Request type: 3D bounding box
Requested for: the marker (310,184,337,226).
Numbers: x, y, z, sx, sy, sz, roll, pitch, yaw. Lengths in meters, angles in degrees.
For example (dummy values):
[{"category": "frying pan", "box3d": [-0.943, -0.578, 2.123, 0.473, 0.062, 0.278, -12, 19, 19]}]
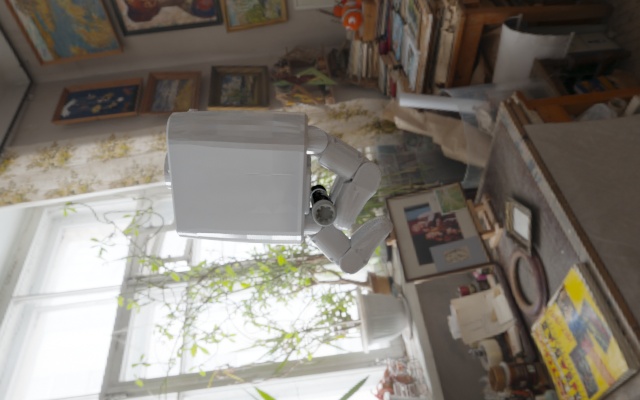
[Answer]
[{"category": "marker", "box3d": [0.000, 0.001, 0.423, 0.020, 0.020, 0.121, 0, 9, -3]}]
